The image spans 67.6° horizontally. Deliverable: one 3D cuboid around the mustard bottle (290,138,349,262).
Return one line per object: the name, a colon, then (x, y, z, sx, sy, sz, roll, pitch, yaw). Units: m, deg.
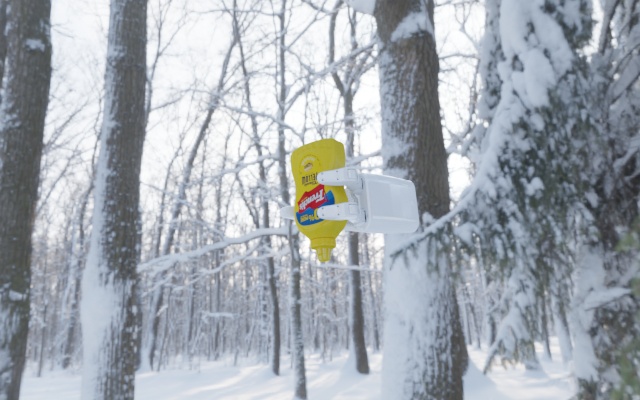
mustard bottle: (0.000, 0.002, 0.767, 0.096, 0.191, 0.058, -15, -19, 33)
